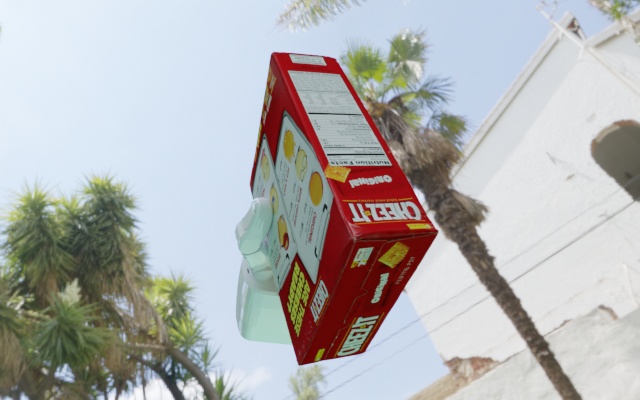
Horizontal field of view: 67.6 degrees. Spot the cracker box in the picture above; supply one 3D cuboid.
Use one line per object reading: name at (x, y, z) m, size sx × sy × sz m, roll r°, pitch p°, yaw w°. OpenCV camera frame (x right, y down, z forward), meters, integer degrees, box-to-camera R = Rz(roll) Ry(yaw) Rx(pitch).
cracker box at (0.000, 0.001, 0.410) m, size 0.072 × 0.213 × 0.164 m, roll -4°, pitch -43°, yaw -22°
